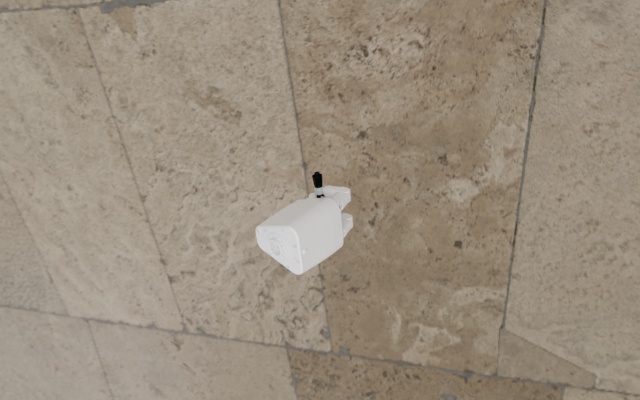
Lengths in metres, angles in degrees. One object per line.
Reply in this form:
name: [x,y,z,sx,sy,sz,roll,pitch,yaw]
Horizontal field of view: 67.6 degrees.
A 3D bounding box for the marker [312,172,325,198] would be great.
marker: [0.000,0.003,0.893,0.020,0.121,0.020,-6,26,3]
